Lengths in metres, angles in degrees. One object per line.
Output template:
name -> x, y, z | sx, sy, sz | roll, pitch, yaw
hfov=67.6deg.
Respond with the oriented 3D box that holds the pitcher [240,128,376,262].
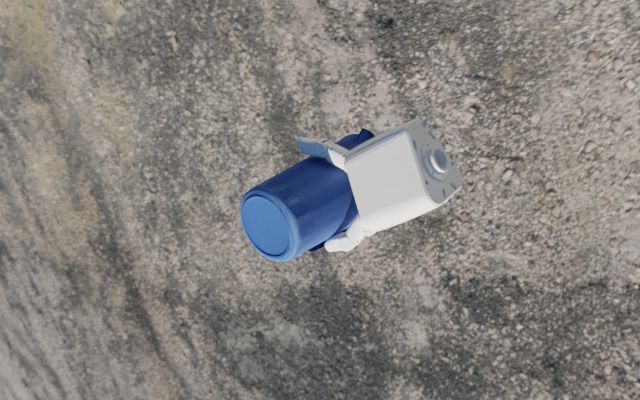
pitcher -> 0.000, 0.002, 0.715 | 0.145, 0.149, 0.242 | -21, 6, 45
